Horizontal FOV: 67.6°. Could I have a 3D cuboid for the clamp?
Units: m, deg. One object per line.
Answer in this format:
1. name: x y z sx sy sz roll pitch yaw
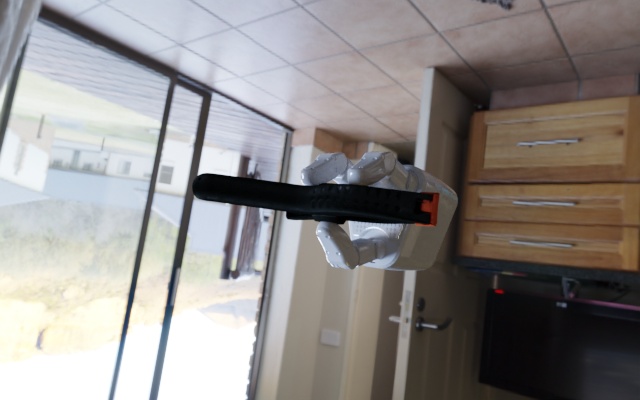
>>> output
1. clamp: 0.001 0.002 0.437 0.210 0.036 0.164 2 -7 37
